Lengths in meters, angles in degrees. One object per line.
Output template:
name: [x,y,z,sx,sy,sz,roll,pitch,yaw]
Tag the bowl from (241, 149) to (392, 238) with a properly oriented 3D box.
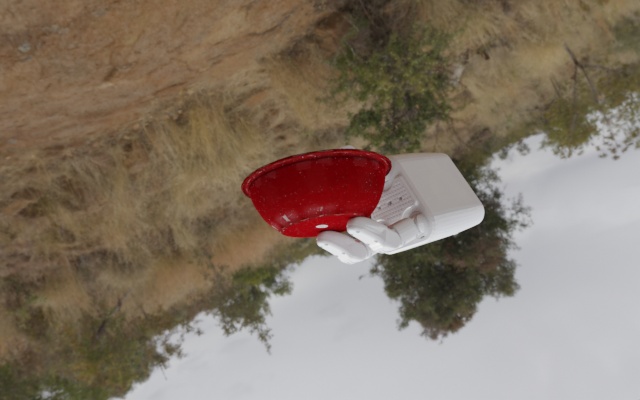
bowl: [-0.001,0.002,0.504,0.162,0.055,0.162,-8,-16,-2]
